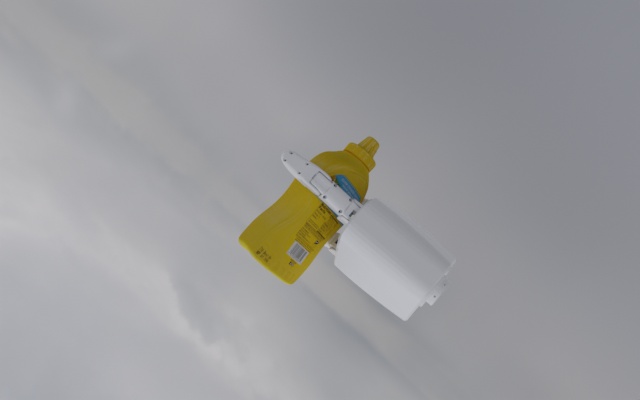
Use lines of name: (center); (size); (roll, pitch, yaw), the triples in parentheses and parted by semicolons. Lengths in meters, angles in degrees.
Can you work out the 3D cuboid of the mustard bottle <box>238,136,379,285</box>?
mustard bottle: (0.000, 0.002, 0.546); (0.058, 0.191, 0.096); (36, -9, 41)
